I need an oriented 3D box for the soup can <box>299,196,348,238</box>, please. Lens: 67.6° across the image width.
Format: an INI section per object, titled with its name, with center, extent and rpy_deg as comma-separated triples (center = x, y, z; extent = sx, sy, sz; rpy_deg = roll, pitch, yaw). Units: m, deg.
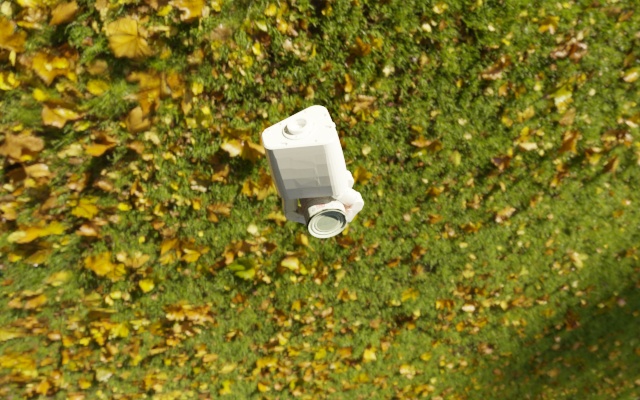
[soup can]
center = 0.000, 0.003, 0.785
extent = 0.068, 0.069, 0.102
rpy_deg = 0, 44, -19
